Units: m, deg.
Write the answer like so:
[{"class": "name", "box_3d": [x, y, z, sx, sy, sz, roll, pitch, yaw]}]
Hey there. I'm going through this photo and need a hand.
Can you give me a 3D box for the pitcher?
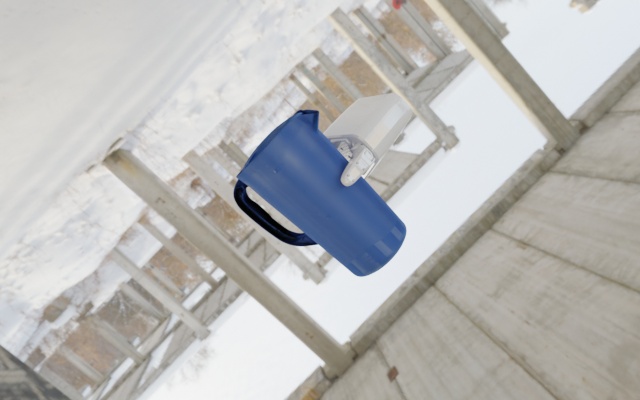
[{"class": "pitcher", "box_3d": [0.000, 0.002, 0.696, 0.243, 0.145, 0.149, 44, -23, -11]}]
